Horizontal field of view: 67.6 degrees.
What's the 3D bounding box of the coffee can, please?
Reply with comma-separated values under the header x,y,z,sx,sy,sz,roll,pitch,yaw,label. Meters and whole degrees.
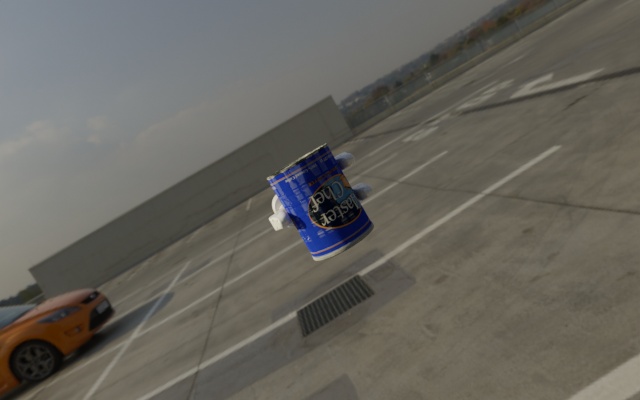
x,y,z,sx,sy,sz,roll,pitch,yaw,label
0.000,0.002,0.699,0.103,0.140,0.103,-30,7,4,coffee can
